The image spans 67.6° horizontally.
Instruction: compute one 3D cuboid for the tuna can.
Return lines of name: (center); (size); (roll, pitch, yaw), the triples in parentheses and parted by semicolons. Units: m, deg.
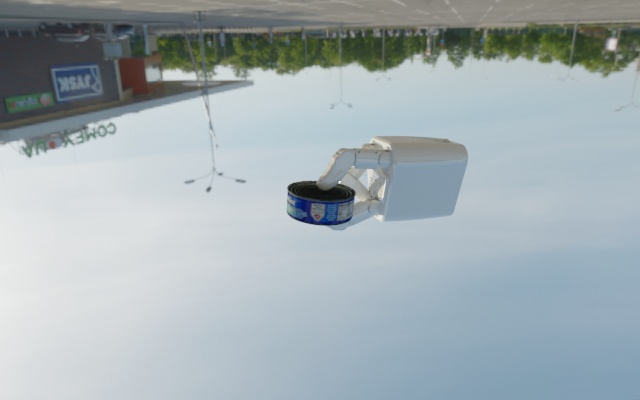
tuna can: (0.000, 0.003, 0.598); (0.086, 0.034, 0.086); (4, 17, -1)
